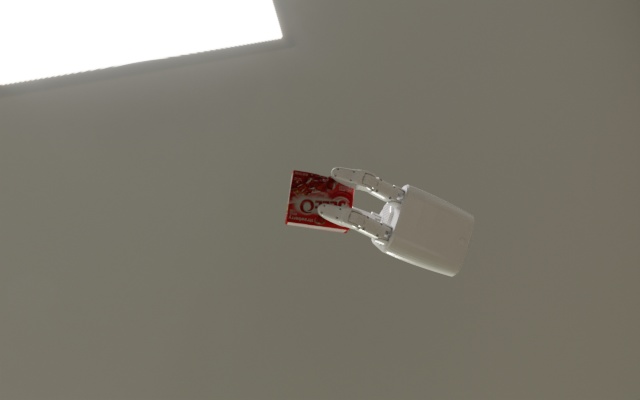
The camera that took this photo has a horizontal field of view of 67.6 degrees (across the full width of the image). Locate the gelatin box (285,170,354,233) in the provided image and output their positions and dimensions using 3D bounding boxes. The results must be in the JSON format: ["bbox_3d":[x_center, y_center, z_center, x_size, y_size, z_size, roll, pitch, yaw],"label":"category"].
[{"bbox_3d":[0.000,0.002,0.657,0.089,0.073,0.030,9,-12,-6],"label":"gelatin box"}]
